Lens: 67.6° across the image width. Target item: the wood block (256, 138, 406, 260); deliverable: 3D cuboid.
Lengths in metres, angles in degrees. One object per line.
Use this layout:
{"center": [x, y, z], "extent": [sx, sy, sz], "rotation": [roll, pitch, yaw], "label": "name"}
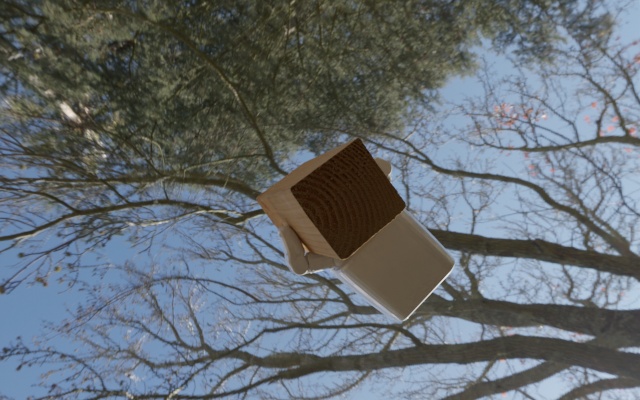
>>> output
{"center": [0.000, 0.002, 0.562], "extent": [0.091, 0.090, 0.206], "rotation": [-38, 8, -15], "label": "wood block"}
